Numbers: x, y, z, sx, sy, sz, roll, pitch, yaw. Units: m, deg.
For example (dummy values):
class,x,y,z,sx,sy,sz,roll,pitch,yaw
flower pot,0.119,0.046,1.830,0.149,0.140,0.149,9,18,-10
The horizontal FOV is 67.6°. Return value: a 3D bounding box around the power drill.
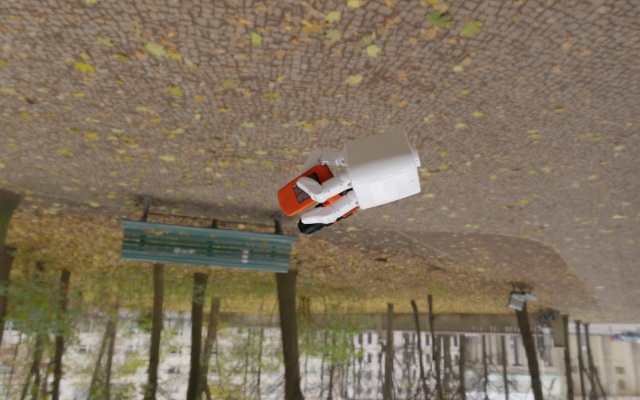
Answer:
class,x,y,z,sx,sy,sz,roll,pitch,yaw
power drill,0.000,0.003,0.887,0.184,0.057,0.188,-33,-21,19
